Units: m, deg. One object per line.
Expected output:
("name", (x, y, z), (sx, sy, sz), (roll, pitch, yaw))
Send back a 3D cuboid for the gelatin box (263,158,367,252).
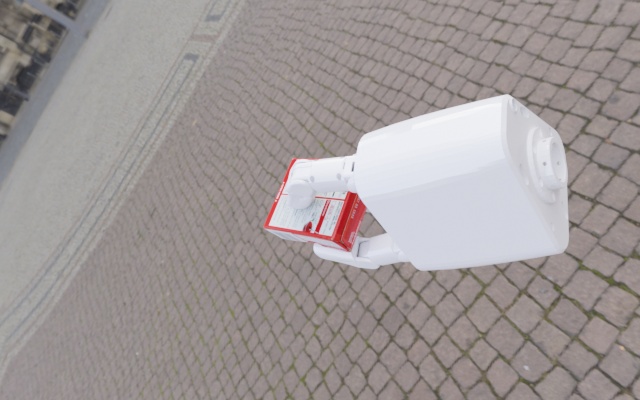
("gelatin box", (0.000, 0.001, 0.418), (0.089, 0.073, 0.030), (6, -22, 43))
